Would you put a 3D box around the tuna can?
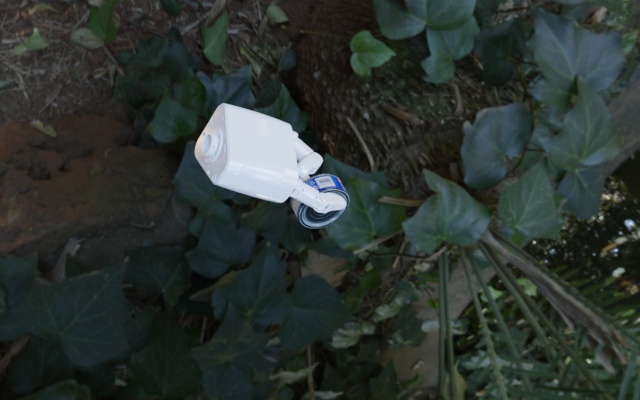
[{"bbox_3d":[0.000,0.003,0.725,0.086,0.086,0.033,0,43,-32],"label":"tuna can"}]
